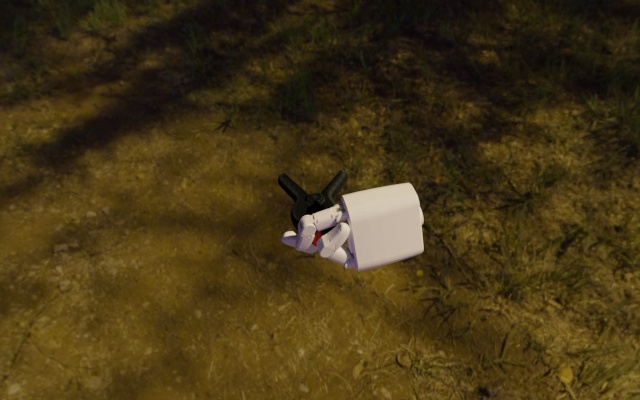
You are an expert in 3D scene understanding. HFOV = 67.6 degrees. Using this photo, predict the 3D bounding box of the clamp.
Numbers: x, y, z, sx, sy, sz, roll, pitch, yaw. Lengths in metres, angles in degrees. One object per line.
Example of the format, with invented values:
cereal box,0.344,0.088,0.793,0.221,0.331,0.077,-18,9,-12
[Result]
clamp,0.000,0.002,0.779,0.120,0.039,0.171,-13,43,-4
